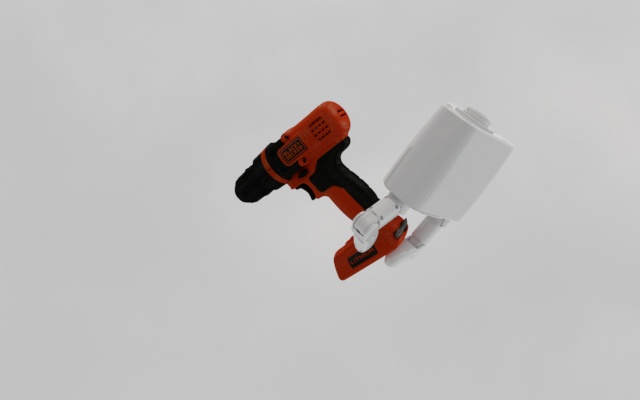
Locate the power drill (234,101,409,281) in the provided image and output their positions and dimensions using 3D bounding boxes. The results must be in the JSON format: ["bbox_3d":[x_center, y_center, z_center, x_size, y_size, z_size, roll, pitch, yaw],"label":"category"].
[{"bbox_3d":[0.001,0.002,0.577,0.184,0.187,0.057,-36,4,32],"label":"power drill"}]
